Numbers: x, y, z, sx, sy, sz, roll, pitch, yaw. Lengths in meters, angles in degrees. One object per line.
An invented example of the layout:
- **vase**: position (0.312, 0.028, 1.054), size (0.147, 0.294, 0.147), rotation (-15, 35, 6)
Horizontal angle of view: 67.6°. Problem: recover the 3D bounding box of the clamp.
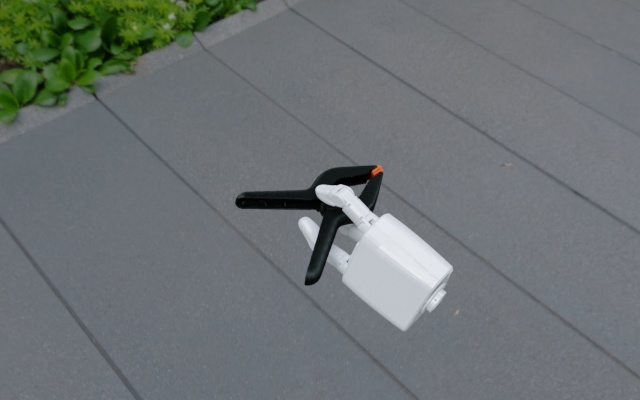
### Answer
- **clamp**: position (0.001, 0.002, 0.659), size (0.164, 0.036, 0.210), rotation (40, 58, 21)
